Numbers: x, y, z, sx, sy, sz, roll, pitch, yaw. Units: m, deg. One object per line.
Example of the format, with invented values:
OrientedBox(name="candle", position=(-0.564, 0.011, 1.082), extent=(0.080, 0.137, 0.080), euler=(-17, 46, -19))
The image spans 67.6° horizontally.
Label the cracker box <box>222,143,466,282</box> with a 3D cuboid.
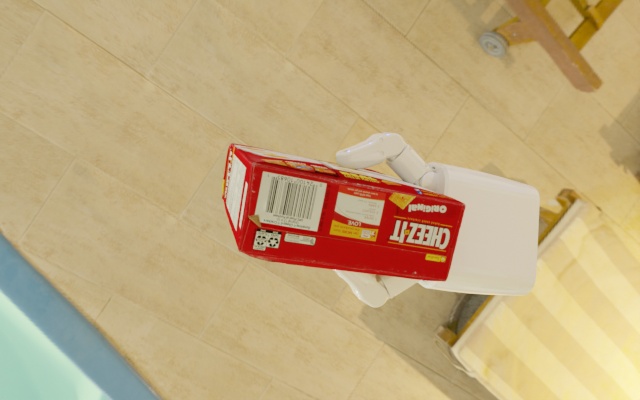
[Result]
OrientedBox(name="cracker box", position=(0.000, 0.001, 0.434), extent=(0.164, 0.072, 0.213), euler=(10, 7, -16))
